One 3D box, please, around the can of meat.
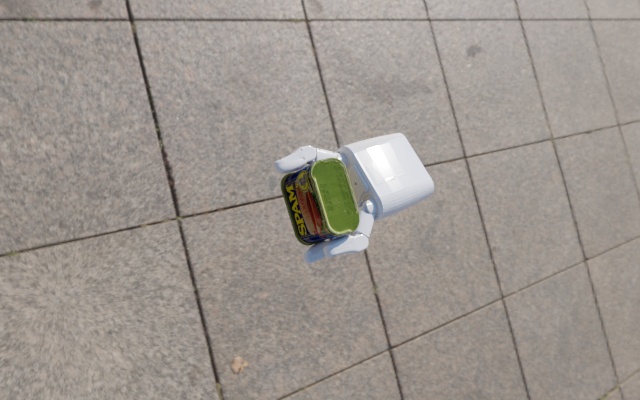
[{"bbox_3d":[0.000,0.002,0.614,0.057,0.102,0.084,-16,-2,-31],"label":"can of meat"}]
